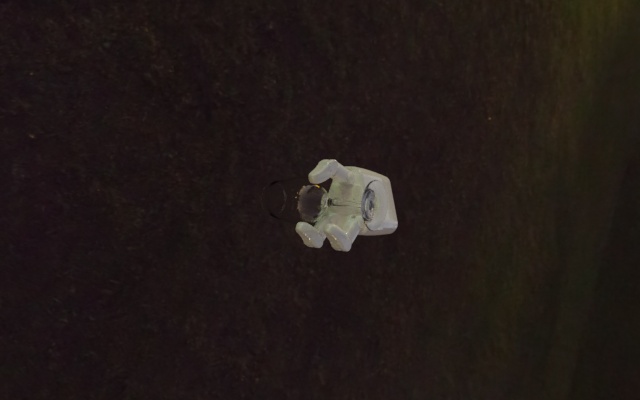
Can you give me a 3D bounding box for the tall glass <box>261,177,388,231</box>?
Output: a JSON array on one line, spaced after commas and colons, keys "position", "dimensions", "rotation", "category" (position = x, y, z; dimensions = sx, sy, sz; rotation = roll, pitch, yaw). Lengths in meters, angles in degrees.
[{"position": [0.001, 0.002, 0.751], "dimensions": [0.201, 0.079, 0.079], "rotation": [4, 2, 36], "category": "tall glass"}]
